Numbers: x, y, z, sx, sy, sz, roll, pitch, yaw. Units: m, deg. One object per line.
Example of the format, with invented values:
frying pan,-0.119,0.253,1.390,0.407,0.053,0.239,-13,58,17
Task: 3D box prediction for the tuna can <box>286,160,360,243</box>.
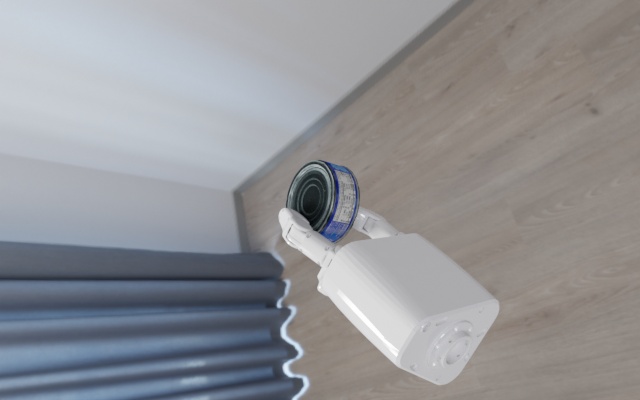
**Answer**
tuna can,0.000,0.002,0.498,0.034,0.086,0.086,13,-8,-37
